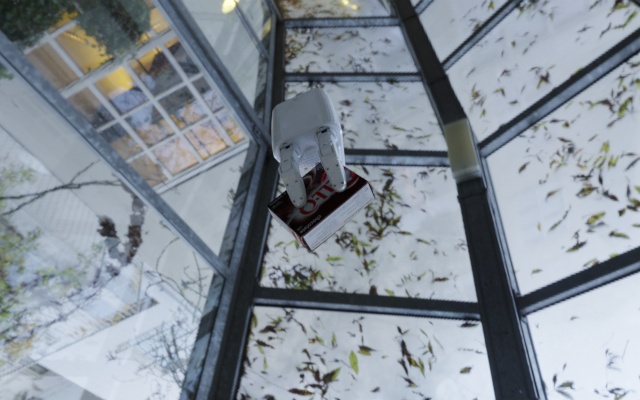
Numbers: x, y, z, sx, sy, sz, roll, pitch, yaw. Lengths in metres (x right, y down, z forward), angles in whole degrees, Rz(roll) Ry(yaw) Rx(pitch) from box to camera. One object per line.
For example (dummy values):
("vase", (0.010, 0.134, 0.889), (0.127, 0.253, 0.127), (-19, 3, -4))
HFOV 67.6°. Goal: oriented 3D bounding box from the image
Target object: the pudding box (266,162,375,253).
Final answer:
("pudding box", (0.000, 0.002, 0.615), (0.090, 0.113, 0.039), (37, -16, 48))
